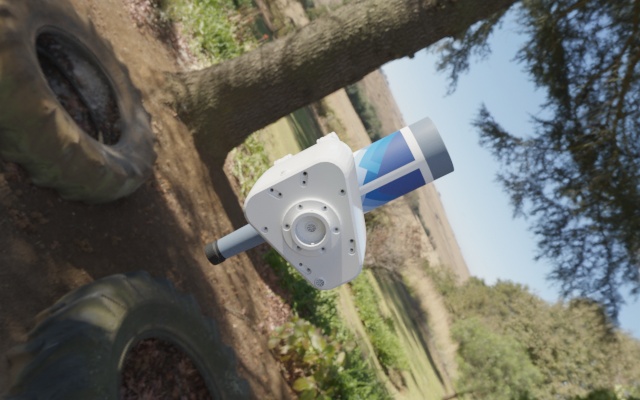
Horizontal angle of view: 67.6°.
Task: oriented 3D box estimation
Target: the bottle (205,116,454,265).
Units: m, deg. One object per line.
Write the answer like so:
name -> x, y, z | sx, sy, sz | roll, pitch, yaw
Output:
bottle -> 0.000, 0.002, 0.542 | 0.296, 0.069, 0.069 | -26, -5, 10
